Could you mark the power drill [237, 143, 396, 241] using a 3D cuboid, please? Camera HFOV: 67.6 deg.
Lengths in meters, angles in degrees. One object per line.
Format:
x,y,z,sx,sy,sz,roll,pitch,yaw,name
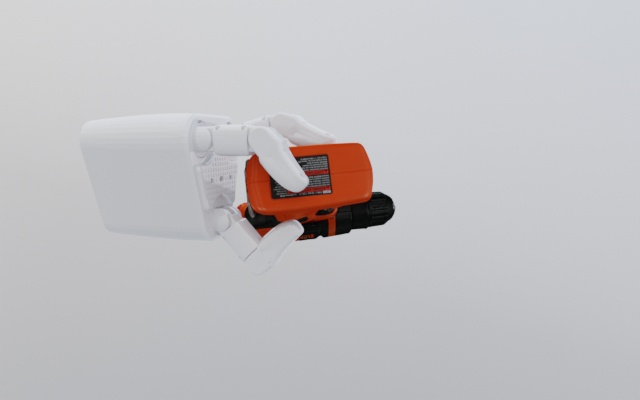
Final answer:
0.000,0.001,0.479,0.184,0.057,0.188,-8,-15,-6,power drill
